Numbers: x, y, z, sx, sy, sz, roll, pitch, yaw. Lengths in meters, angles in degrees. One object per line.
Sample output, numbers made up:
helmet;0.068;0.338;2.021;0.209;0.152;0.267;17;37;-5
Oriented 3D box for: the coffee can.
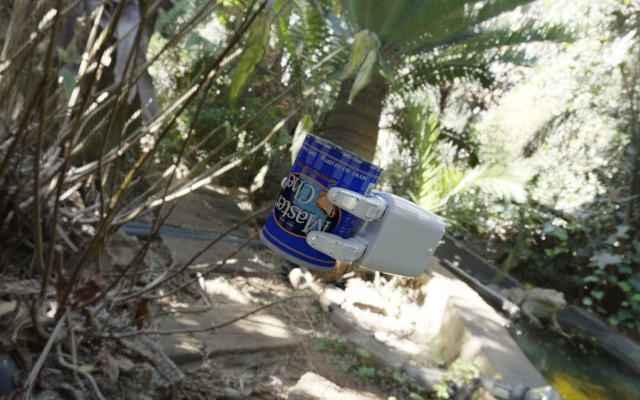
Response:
coffee can;0.000;0.002;0.588;0.103;0.140;0.103;25;9;-4
